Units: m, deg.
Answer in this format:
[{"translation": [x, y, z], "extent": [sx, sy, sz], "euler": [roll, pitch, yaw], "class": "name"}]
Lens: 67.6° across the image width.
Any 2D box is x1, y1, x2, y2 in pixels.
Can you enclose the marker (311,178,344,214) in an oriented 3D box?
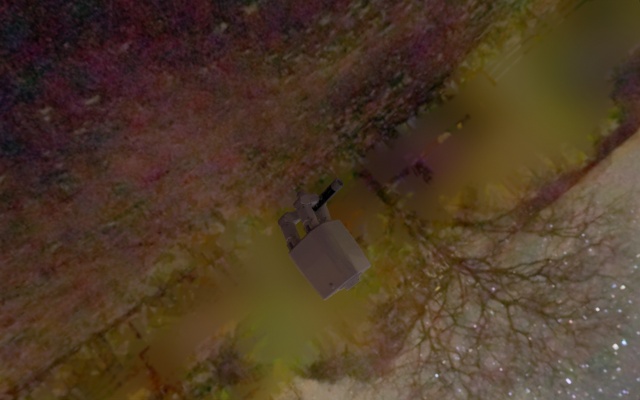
[{"translation": [0.000, 0.003, 0.879], "extent": [0.020, 0.020, 0.121], "euler": [0, -36, -44], "class": "marker"}]
